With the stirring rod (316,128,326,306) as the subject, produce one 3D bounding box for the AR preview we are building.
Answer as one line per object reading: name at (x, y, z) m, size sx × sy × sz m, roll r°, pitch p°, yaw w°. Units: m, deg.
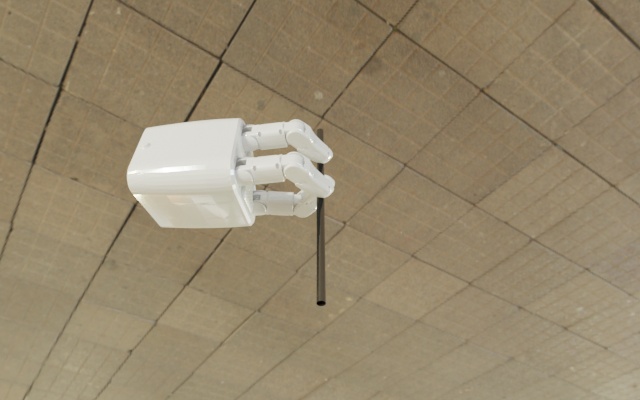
stirring rod at (0.000, 0.002, 0.483) m, size 0.011 × 0.011 × 0.239 m, roll 0°, pitch 44°, yaw 0°
